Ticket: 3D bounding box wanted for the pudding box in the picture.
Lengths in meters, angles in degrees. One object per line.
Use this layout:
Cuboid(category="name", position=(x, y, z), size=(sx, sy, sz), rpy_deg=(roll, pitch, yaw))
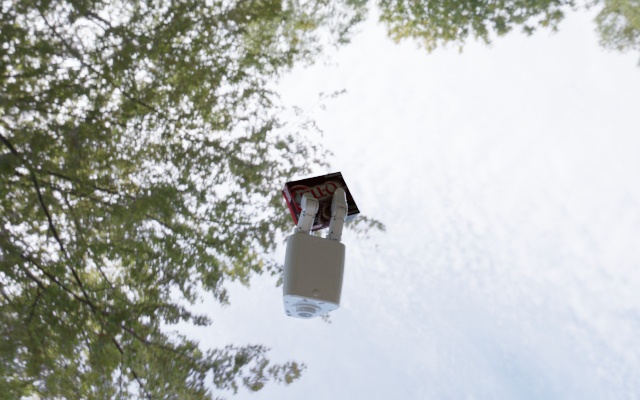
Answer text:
Cuboid(category="pudding box", position=(0.000, 0.003, 0.832), size=(0.113, 0.090, 0.039), rpy_deg=(-12, -24, -28))
